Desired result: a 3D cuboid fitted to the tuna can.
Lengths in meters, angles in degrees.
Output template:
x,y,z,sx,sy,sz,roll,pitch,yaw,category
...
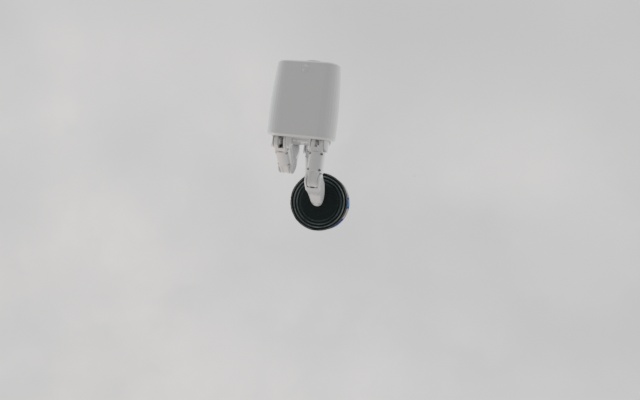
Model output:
x,y,z,sx,sy,sz,roll,pitch,yaw,category
0.000,0.002,0.713,0.086,0.086,0.034,0,-2,10,tuna can
